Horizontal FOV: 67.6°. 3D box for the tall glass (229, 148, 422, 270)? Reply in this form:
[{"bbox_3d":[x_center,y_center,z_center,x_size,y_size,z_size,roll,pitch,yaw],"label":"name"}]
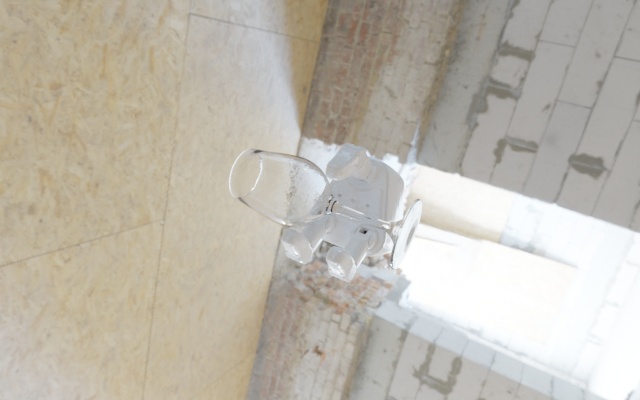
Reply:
[{"bbox_3d":[0.001,0.002,0.510,0.201,0.079,0.079,21,8,22],"label":"tall glass"}]
